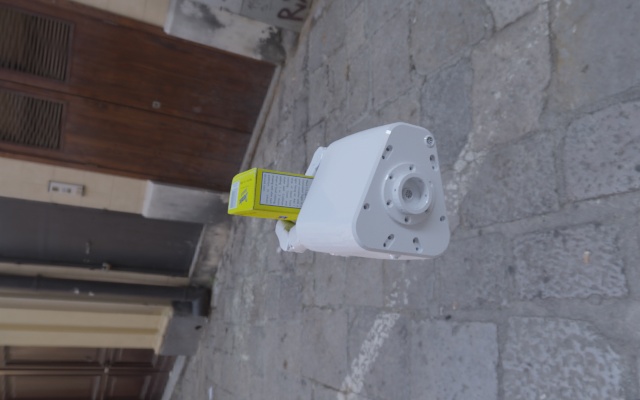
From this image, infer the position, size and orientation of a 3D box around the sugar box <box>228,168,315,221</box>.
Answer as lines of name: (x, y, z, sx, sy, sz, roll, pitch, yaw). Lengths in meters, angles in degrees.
sugar box: (0.000, 0.002, 0.507, 0.176, 0.048, 0.093, 9, -7, -24)
